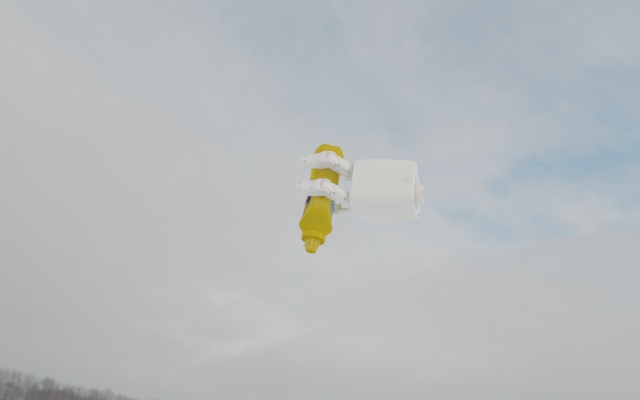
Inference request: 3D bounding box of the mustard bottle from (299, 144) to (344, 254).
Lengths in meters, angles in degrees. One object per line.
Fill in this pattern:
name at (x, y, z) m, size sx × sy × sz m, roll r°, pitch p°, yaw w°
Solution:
mustard bottle at (0.000, 0.002, 0.837) m, size 0.058 × 0.191 × 0.096 m, roll 12°, pitch -28°, yaw -3°
